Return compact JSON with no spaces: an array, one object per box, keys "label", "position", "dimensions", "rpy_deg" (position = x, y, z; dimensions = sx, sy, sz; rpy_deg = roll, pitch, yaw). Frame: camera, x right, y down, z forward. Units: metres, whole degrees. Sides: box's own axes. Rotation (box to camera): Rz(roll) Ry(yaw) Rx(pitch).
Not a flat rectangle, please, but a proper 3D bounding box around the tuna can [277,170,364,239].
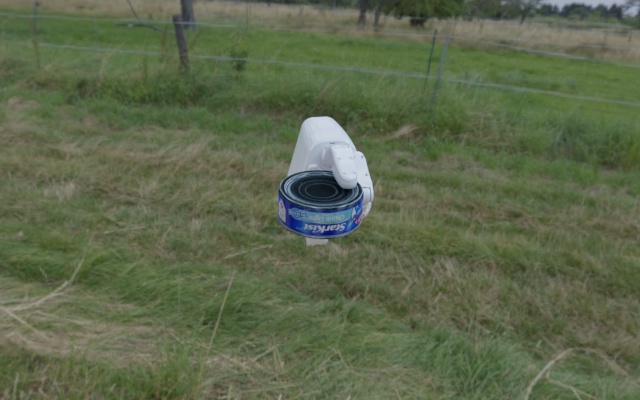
[{"label":"tuna can","position":[0.000,0.001,0.477],"dimensions":[0.086,0.034,0.086],"rpy_deg":[3,29,-1]}]
